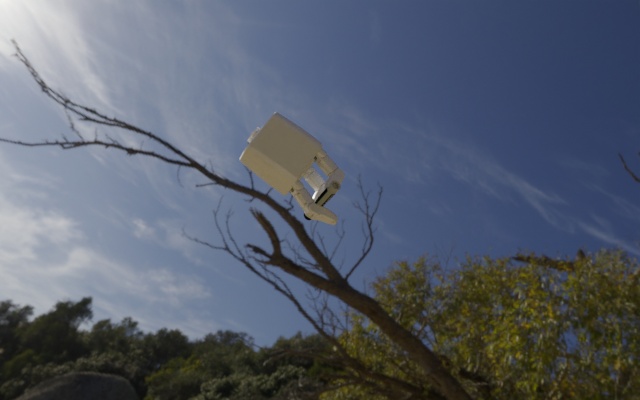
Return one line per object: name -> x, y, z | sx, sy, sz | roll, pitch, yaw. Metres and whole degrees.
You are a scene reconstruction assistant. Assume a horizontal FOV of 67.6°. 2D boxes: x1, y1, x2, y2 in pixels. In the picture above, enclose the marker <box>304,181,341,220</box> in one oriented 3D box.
marker -> 0.000, 0.003, 0.842 | 0.020, 0.020, 0.121 | 0, -28, -29
